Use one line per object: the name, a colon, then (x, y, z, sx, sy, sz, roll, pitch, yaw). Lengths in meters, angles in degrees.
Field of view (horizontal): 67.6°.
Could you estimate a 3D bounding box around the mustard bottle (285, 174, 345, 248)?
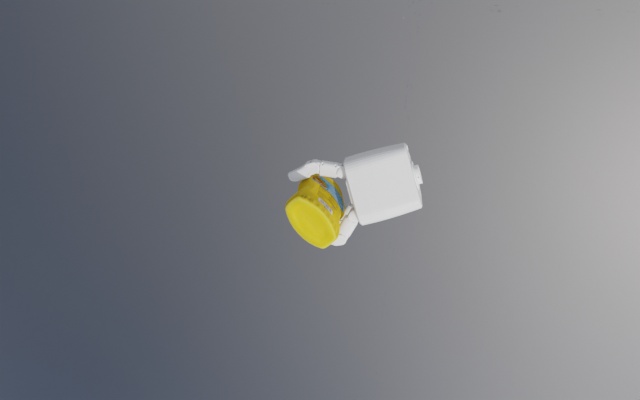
mustard bottle: (0.000, 0.003, 0.824, 0.058, 0.096, 0.191, -41, 9, 21)
